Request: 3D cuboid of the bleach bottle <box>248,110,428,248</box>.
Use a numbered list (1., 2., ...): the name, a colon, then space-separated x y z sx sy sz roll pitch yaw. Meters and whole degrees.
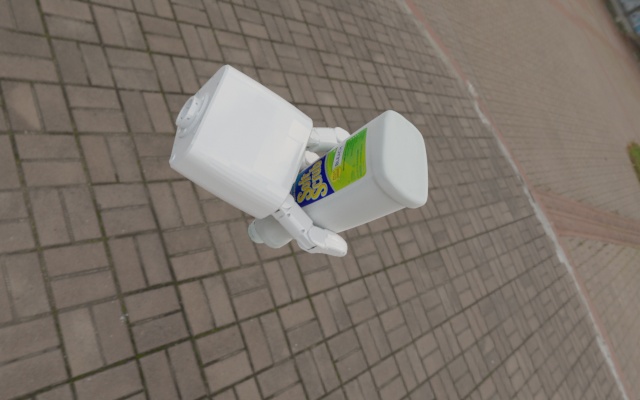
1. bleach bottle: 0.000 0.002 0.536 0.068 0.102 0.251 32 -42 -30
